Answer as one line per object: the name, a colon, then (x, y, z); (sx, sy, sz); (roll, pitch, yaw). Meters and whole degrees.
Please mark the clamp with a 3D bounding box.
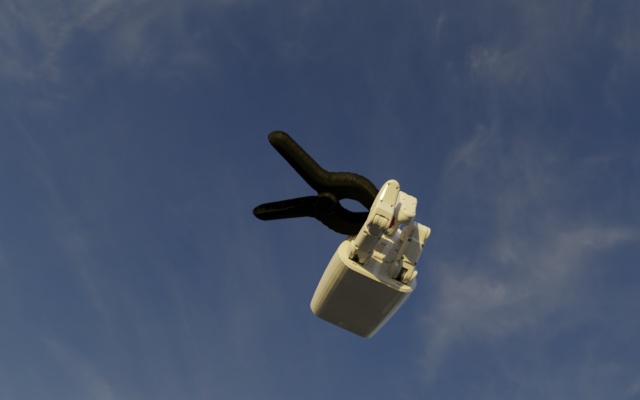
clamp: (0.000, 0.001, 0.561); (0.171, 0.120, 0.039); (28, 40, 0)
